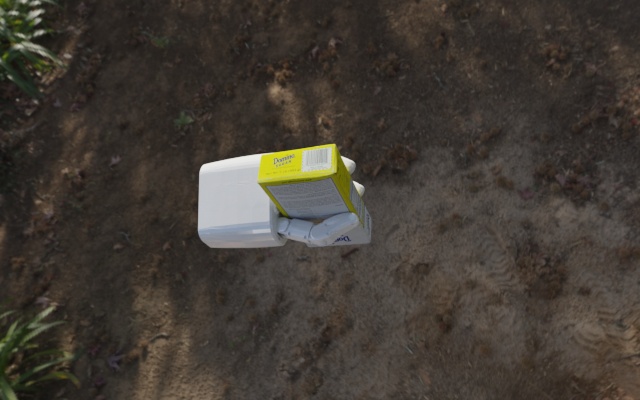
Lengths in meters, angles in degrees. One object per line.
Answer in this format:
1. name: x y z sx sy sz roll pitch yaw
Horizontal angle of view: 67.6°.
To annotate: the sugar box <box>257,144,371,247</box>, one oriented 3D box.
1. sugar box: 0.000 0.001 0.597 0.093 0.048 0.176 -5 -29 17
